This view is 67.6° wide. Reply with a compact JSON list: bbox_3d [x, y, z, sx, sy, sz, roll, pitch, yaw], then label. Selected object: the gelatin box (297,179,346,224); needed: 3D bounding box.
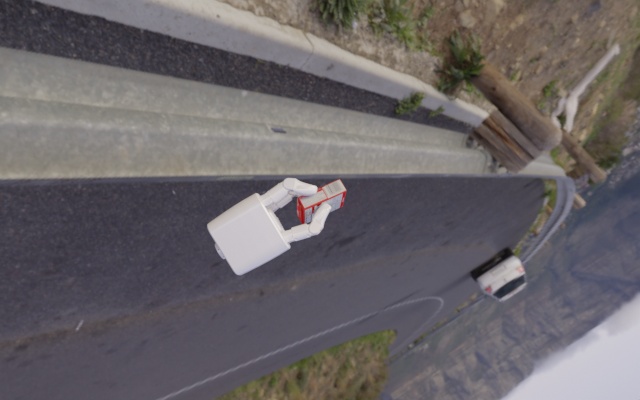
[{"bbox_3d":[0.001,0.003,0.879,0.089,0.030,0.073,-24,-20,-13],"label":"gelatin box"}]
